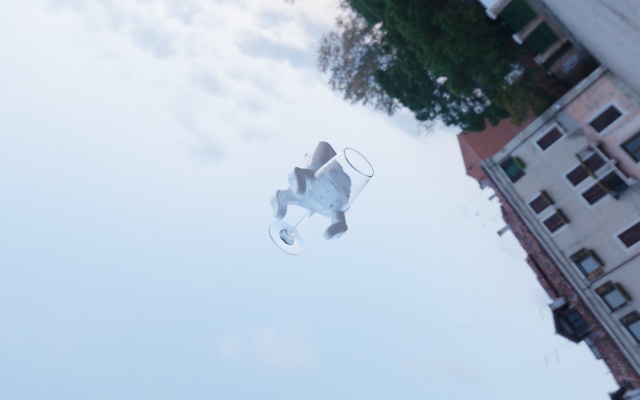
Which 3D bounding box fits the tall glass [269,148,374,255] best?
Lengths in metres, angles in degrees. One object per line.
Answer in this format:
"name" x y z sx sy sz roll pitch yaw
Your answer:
"tall glass" 0.000 0.003 0.792 0.079 0.079 0.201 0 -39 -51
